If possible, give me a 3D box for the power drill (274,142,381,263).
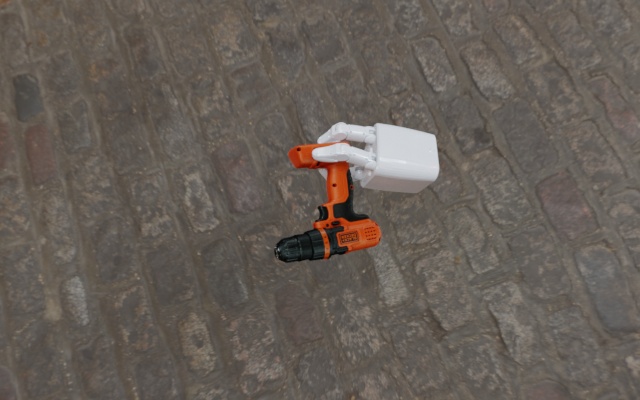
[{"bbox_3d":[0.000,0.002,0.788,0.184,0.187,0.057,-9,-5,-23],"label":"power drill"}]
